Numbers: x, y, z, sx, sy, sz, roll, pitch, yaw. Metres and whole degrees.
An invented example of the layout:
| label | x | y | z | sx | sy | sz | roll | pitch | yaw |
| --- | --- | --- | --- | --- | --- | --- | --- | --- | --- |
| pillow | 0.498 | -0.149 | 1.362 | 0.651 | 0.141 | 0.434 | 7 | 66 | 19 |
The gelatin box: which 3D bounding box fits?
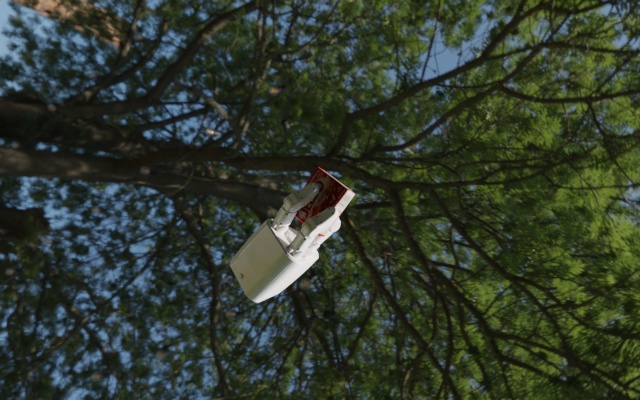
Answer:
| label | x | y | z | sx | sy | sz | roll | pitch | yaw |
| --- | --- | --- | --- | --- | --- | --- | --- | --- | --- |
| gelatin box | 0.001 | 0.002 | 0.772 | 0.073 | 0.089 | 0.030 | 39 | 6 | 33 |
